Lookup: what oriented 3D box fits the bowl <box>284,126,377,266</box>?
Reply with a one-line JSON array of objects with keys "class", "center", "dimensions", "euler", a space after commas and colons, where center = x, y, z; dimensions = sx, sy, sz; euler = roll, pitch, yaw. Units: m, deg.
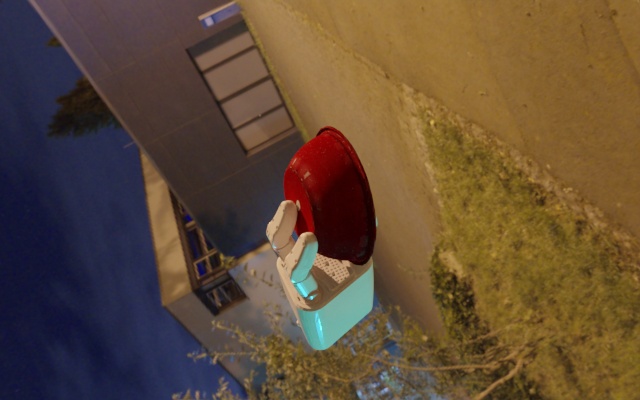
[{"class": "bowl", "center": [0.000, 0.001, 0.533], "dimensions": [0.055, 0.162, 0.162], "euler": [-15, 5, -19]}]
